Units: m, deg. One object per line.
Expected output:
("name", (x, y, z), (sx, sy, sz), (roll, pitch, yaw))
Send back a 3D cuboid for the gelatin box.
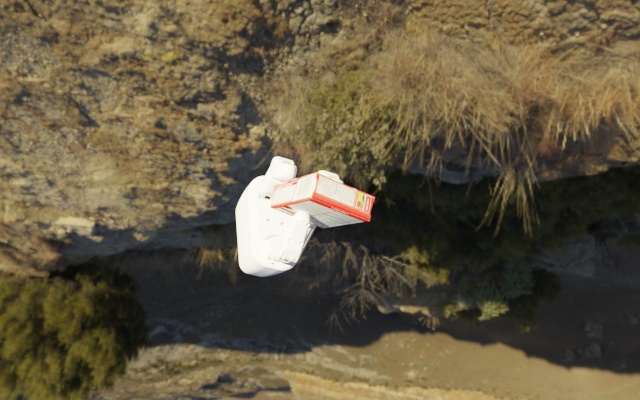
("gelatin box", (0.000, 0.002, 0.499), (0.073, 0.030, 0.089), (22, -18, -29))
